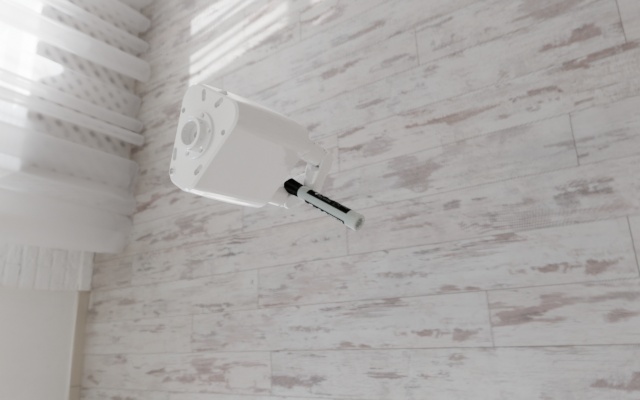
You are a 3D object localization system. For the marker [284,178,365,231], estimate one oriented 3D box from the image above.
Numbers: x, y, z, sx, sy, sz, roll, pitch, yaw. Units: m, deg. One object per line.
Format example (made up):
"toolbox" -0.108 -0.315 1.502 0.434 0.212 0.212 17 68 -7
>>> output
"marker" 0.000 0.002 0.556 0.121 0.020 0.020 29 18 36
